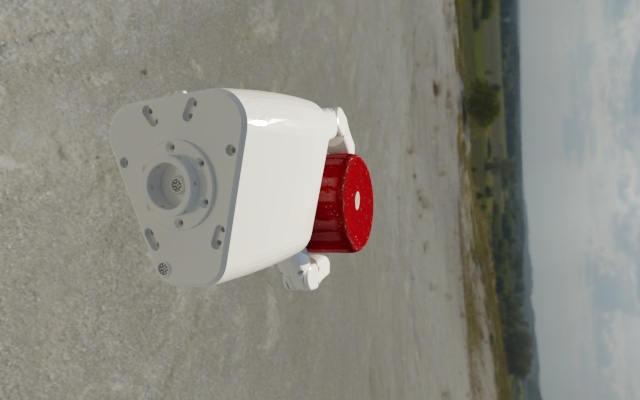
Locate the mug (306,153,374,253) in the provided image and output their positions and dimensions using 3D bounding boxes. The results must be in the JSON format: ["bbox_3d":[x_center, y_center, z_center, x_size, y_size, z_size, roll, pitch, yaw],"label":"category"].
[{"bbox_3d":[0.001,0.001,0.415,0.081,0.093,0.117,-2,7,23],"label":"mug"}]
